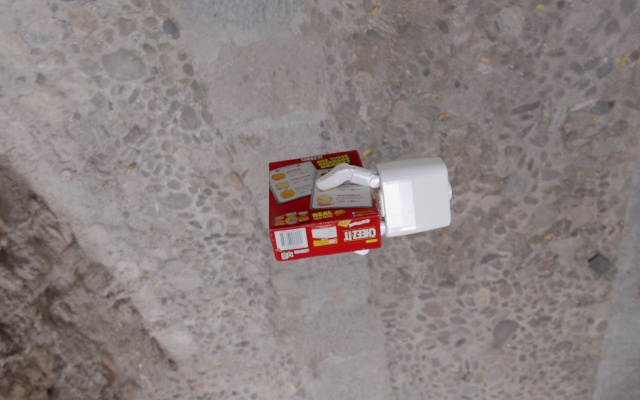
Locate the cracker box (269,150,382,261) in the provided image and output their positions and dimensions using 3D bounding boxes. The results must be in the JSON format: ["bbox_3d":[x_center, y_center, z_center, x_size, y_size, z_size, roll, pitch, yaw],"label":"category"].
[{"bbox_3d":[0.000,0.003,0.786,0.164,0.072,0.213,-8,32,-1],"label":"cracker box"}]
